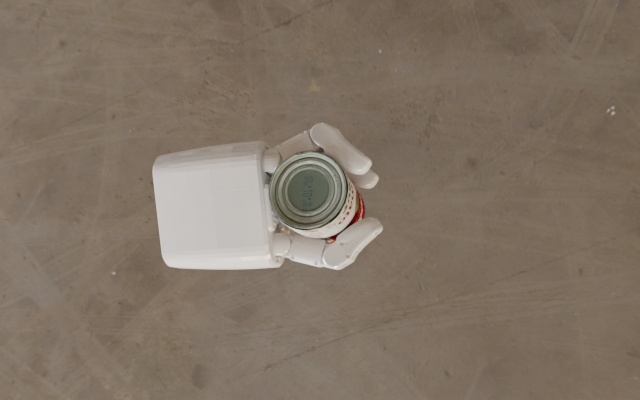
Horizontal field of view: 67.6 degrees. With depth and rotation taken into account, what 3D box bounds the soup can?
[{"bbox_3d":[0.000,0.001,0.429,0.068,0.068,0.102,0,-12,13],"label":"soup can"}]
